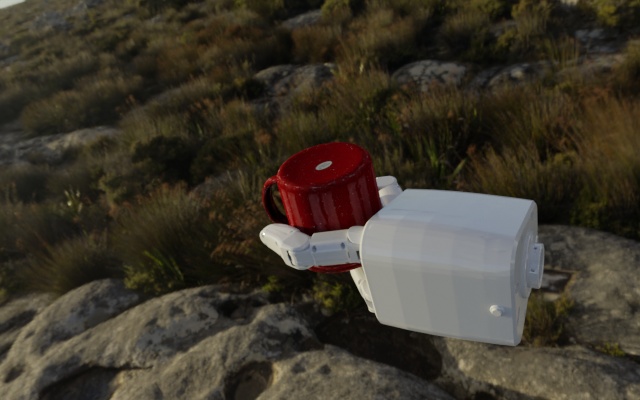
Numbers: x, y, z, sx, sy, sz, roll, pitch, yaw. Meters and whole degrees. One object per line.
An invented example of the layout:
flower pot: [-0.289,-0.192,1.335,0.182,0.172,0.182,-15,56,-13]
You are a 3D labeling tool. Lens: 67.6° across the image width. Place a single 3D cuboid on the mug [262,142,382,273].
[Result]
mug: [-0.001,0.001,0.421,0.117,0.081,0.093,4,36,29]
